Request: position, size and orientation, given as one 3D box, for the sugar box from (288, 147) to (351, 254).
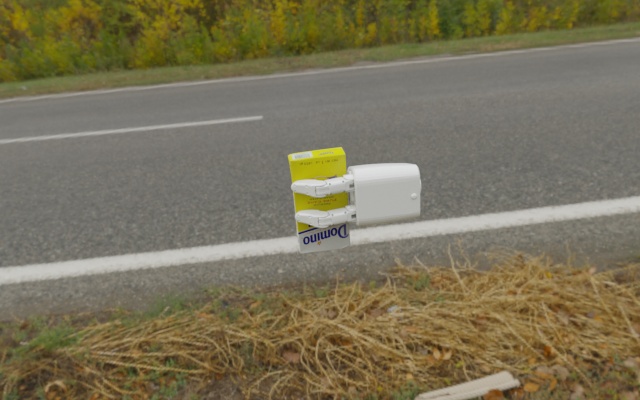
[{"bbox_3d":[0.000,0.003,0.817,0.093,0.176,0.048,-8,23,-4],"label":"sugar box"}]
